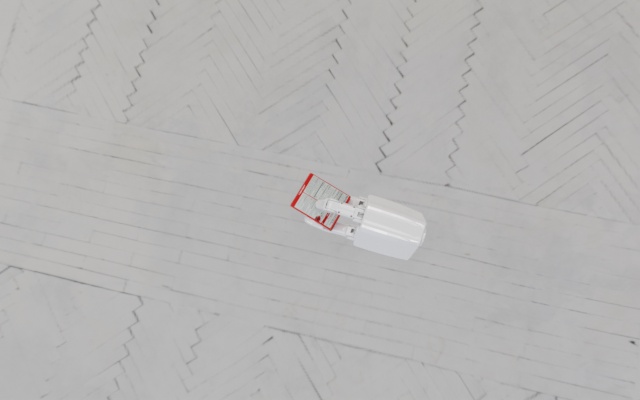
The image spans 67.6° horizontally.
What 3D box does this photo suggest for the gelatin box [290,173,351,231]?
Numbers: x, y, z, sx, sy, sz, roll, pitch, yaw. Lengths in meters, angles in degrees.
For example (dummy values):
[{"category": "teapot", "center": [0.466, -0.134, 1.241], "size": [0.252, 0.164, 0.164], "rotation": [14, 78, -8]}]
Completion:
[{"category": "gelatin box", "center": [0.000, 0.003, 0.876], "size": [0.089, 0.073, 0.030], "rotation": [31, -5, 1]}]
